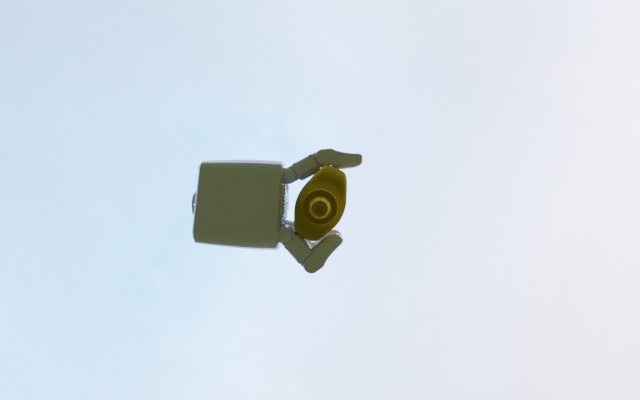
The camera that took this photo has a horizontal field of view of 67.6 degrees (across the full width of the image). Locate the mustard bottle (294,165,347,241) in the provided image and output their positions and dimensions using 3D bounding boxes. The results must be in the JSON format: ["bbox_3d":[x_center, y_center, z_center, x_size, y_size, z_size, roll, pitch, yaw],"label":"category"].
[{"bbox_3d":[0.000,0.002,0.608,0.058,0.096,0.191,27,4,-1],"label":"mustard bottle"}]
